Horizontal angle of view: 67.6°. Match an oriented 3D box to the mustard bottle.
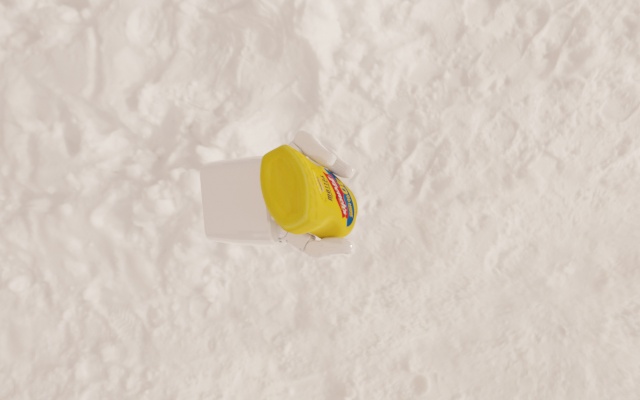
[{"bbox_3d":[0.000,0.002,0.589,0.058,0.096,0.192,-26,-21,18],"label":"mustard bottle"}]
